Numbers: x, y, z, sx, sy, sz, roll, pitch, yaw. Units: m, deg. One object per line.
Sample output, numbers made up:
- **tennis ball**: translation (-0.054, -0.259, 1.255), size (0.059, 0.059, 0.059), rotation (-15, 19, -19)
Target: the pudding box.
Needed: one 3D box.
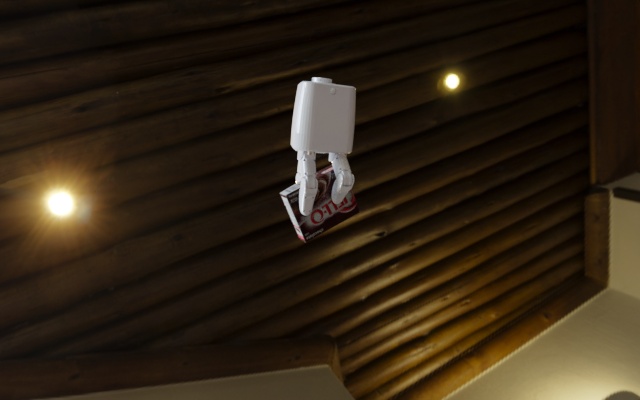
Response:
- **pudding box**: translation (0.000, 0.003, 0.791), size (0.113, 0.090, 0.039), rotation (-28, 21, -15)
